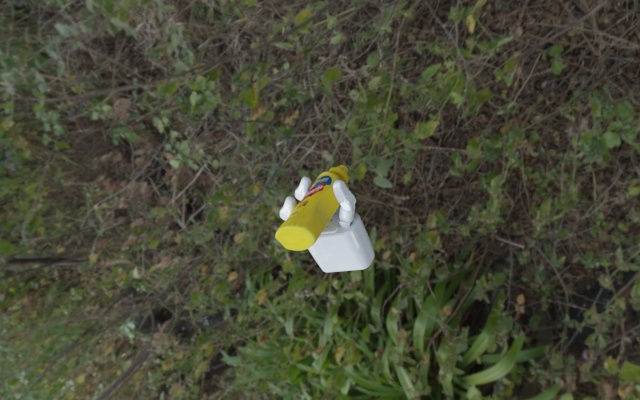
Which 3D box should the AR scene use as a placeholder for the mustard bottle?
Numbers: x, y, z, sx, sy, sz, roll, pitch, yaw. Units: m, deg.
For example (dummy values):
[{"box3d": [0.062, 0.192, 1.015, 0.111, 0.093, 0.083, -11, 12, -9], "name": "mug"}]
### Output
[{"box3d": [0.000, 0.003, 0.863, 0.096, 0.058, 0.191, -24, 24, 52], "name": "mustard bottle"}]
